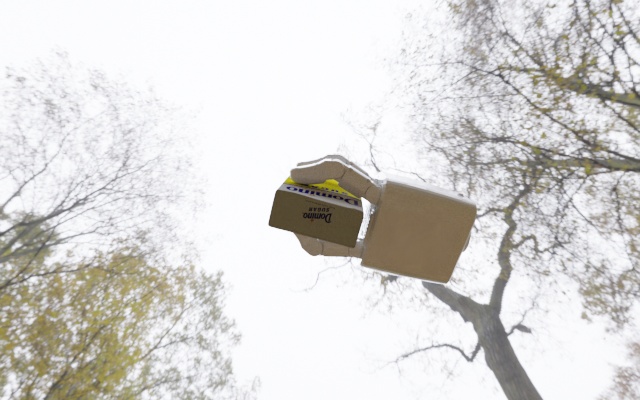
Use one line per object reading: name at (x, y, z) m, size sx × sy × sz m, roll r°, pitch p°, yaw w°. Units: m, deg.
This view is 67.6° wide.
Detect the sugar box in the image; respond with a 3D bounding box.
sugar box at (0.000, 0.001, 0.554) m, size 0.093 × 0.048 × 0.176 m, roll 14°, pitch 9°, yaw 0°
